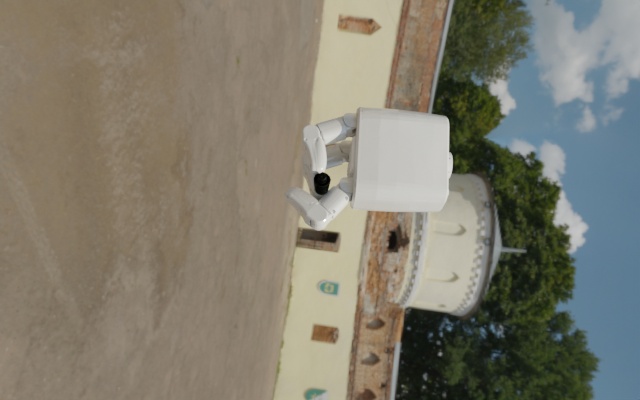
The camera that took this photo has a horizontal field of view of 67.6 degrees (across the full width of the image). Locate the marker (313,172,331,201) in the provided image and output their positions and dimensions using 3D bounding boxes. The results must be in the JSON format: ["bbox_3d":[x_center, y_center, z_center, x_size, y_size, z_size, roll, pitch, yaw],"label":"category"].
[{"bbox_3d":[0.000,0.002,0.565,0.020,0.020,0.121,0,-27,-2],"label":"marker"}]
